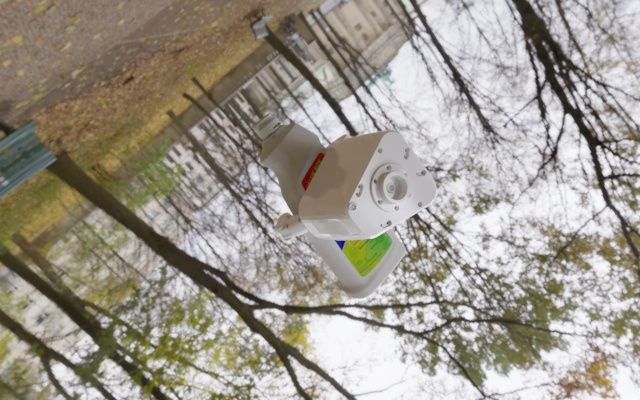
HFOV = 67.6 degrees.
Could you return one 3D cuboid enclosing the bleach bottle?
[{"bbox_3d":[0.000,0.002,0.604,0.102,0.251,0.068,-45,17,-20],"label":"bleach bottle"}]
